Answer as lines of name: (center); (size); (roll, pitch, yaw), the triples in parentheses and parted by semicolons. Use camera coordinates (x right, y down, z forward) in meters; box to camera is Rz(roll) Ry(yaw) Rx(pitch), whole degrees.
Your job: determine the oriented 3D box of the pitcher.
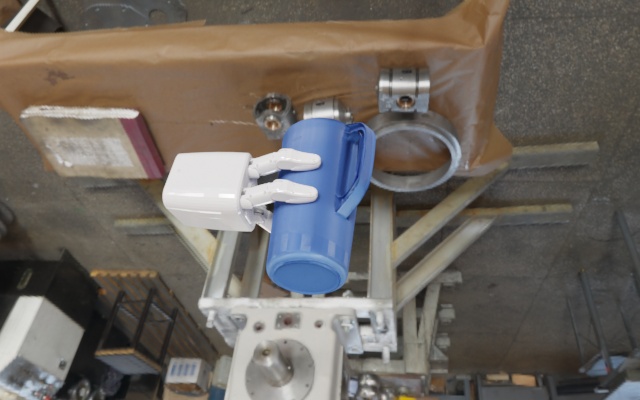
pitcher: (0.000, 0.002, 0.686); (0.145, 0.242, 0.149); (4, -37, 4)
